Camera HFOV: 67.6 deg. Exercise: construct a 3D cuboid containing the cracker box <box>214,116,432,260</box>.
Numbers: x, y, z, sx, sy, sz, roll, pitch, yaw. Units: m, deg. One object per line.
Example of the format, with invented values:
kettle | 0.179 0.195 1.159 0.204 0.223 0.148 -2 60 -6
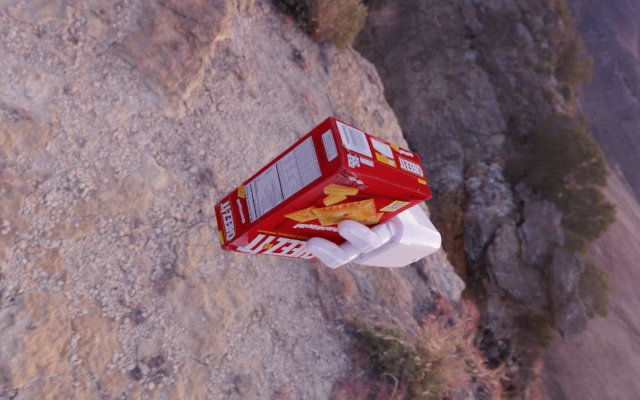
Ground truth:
cracker box | 0.000 0.002 0.587 0.164 0.072 0.214 14 -37 -44
